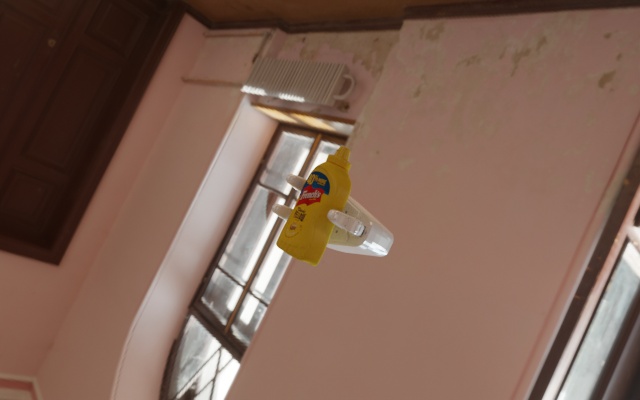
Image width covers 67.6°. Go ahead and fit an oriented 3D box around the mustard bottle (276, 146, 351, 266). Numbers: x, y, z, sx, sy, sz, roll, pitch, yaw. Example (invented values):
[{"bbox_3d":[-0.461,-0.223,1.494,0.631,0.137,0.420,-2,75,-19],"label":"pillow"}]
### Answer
[{"bbox_3d":[0.000,0.003,0.762,0.058,0.191,0.096,27,-4,-31],"label":"mustard bottle"}]
